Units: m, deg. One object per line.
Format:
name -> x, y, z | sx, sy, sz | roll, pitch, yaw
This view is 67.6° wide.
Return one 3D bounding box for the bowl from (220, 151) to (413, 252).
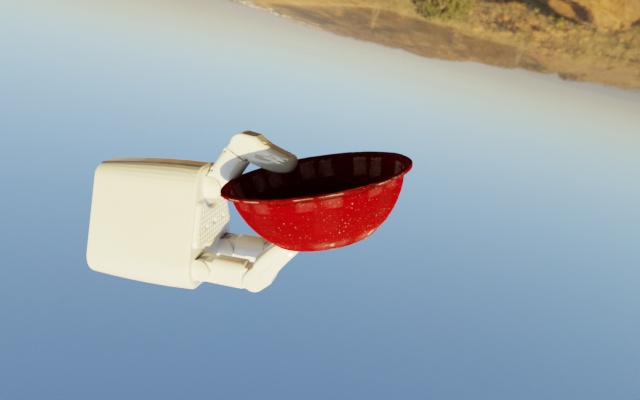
bowl -> 0.001, 0.002, 0.407 | 0.162, 0.055, 0.162 | -9, 15, 2
